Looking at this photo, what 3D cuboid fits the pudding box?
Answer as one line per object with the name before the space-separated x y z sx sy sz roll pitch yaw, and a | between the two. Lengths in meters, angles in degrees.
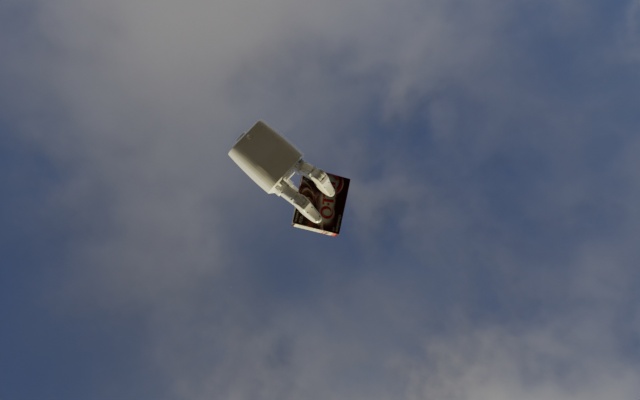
pudding box | 0.000 0.003 0.893 0.090 0.113 0.039 14 -12 -8
